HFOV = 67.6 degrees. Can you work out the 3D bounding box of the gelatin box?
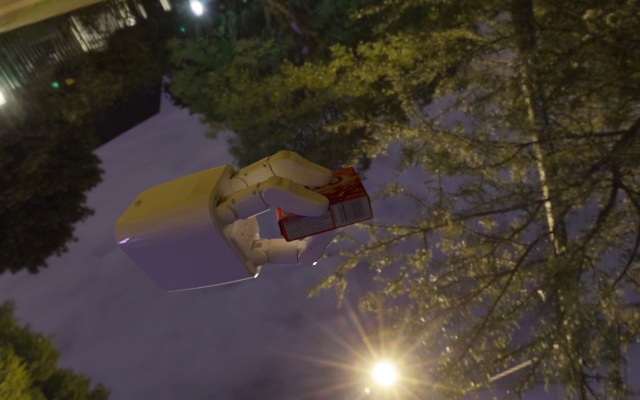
[{"bbox_3d":[0.001,0.002,0.476,0.089,0.030,0.073,-15,26,-1],"label":"gelatin box"}]
